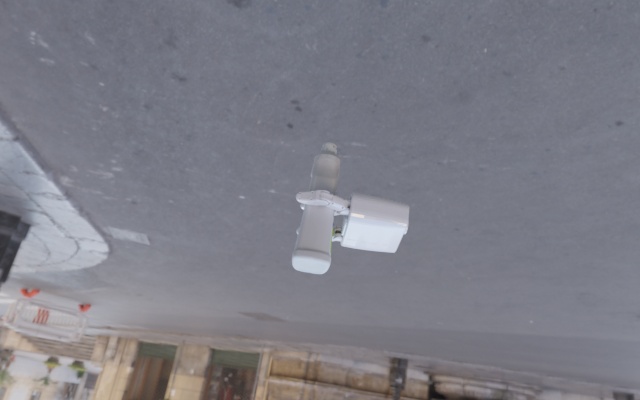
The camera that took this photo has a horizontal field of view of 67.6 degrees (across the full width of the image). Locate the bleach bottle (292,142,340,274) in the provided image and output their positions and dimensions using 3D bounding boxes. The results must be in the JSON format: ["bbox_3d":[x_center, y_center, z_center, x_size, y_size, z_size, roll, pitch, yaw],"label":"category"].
[{"bbox_3d":[0.000,0.003,0.888,0.068,0.250,0.103,10,-22,-1],"label":"bleach bottle"}]
